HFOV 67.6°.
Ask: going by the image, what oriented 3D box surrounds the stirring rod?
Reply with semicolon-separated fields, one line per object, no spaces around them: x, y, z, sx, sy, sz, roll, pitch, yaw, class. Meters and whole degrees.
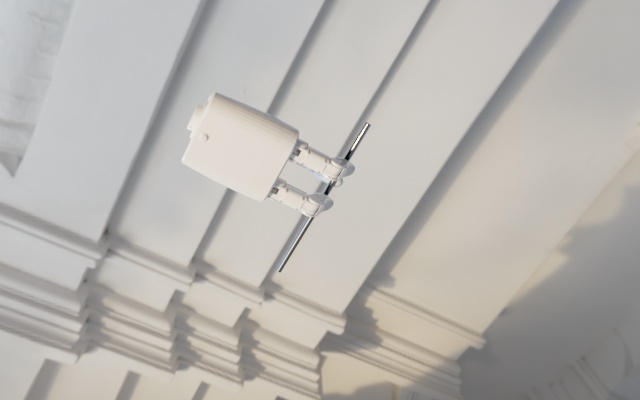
0.000;0.002;0.630;0.011;0.239;0.011;27;20;-11;stirring rod
